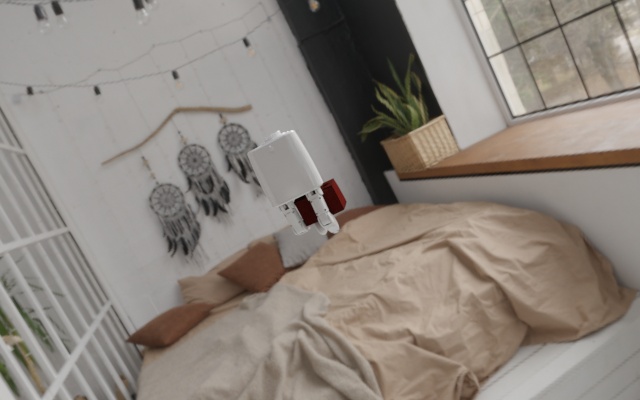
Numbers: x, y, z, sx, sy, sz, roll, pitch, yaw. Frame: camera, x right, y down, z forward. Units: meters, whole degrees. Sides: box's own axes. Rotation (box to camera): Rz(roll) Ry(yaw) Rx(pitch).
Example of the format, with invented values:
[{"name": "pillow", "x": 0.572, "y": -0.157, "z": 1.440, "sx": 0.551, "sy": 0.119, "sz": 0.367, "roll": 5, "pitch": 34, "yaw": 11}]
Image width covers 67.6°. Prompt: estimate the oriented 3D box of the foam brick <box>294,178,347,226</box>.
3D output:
[{"name": "foam brick", "x": 0.000, "y": 0.003, "z": 0.856, "sx": 0.078, "sy": 0.051, "sz": 0.053, "roll": -24, "pitch": 12, "yaw": 12}]
